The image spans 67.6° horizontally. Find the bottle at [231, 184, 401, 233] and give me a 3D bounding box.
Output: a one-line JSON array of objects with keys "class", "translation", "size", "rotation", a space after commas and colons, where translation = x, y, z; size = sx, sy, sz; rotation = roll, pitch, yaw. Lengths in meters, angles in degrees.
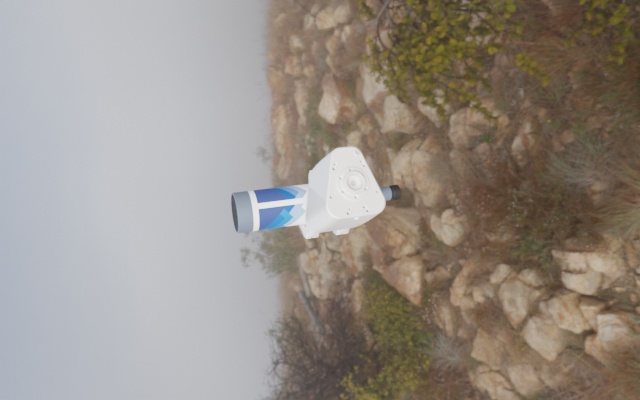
[{"class": "bottle", "translation": [0.000, 0.003, 0.817], "size": [0.295, 0.069, 0.069], "rotation": [-7, 2, -18]}]
